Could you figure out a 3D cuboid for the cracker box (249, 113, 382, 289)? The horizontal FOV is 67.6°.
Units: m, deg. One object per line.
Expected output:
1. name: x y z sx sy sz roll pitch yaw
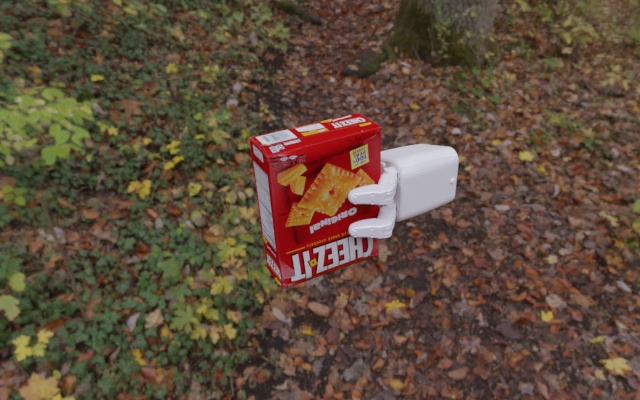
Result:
1. cracker box: 0.000 0.002 0.667 0.164 0.214 0.072 -16 33 -21
